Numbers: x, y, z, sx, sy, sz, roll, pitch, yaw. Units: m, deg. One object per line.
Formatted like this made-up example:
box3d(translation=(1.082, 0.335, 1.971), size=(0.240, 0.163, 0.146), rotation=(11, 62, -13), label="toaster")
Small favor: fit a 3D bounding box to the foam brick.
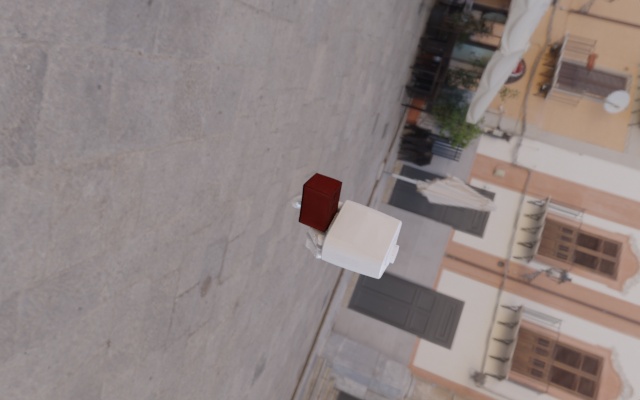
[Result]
box3d(translation=(0.000, 0.002, 0.807), size=(0.051, 0.078, 0.053), rotation=(20, 36, 17), label="foam brick")
